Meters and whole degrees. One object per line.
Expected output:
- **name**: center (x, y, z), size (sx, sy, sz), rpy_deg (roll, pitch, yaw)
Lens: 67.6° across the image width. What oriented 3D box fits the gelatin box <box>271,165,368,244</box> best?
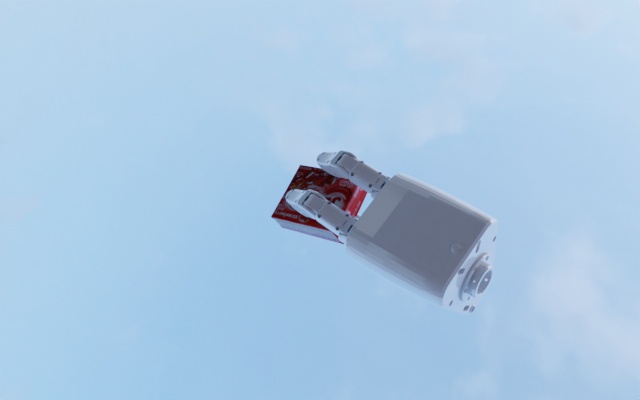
- **gelatin box**: center (0.000, 0.002, 0.526), size (0.089, 0.073, 0.030), rpy_deg (12, -26, 36)
